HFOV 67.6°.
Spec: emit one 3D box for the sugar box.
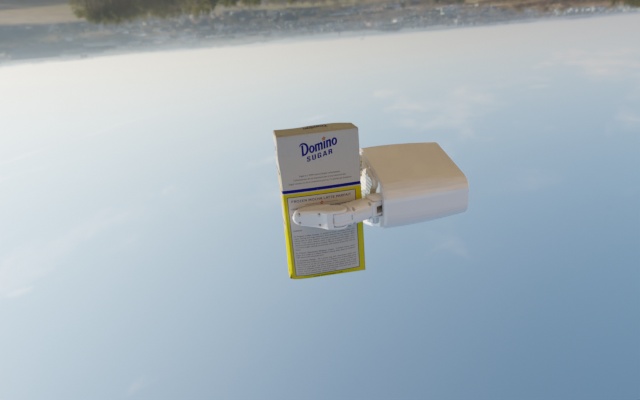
[{"bbox_3d":[0.000,0.002,0.556,0.093,0.176,0.048,-7,19,-8],"label":"sugar box"}]
